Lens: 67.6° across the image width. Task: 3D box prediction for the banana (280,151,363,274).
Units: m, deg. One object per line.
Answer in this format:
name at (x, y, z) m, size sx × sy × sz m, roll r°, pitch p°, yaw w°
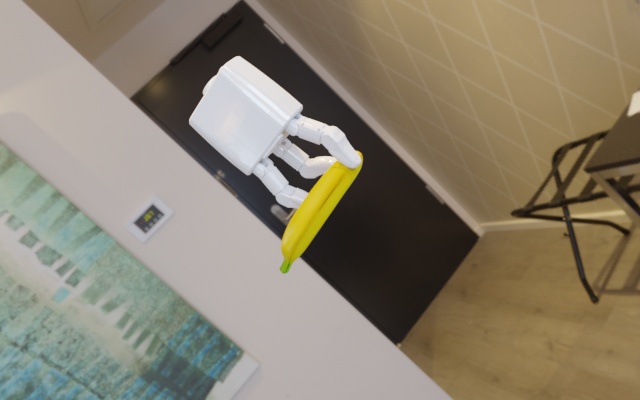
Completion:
banana at (0.002, -0.001, 0.604) m, size 0.037 × 0.197 × 0.070 m, roll 36°, pitch -20°, yaw 0°
